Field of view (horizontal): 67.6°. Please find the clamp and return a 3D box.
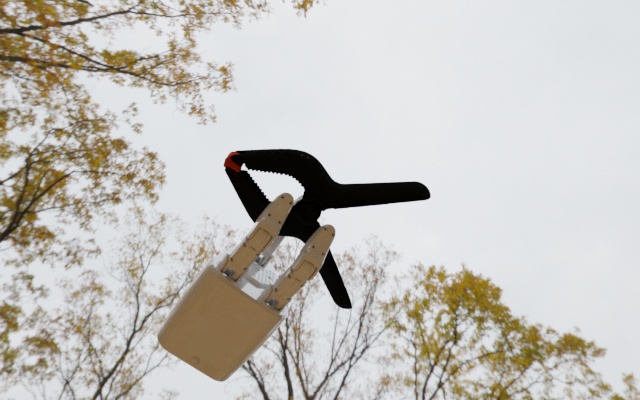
[{"bbox_3d":[-0.001,0.001,0.502,0.210,0.164,0.036,37,11,-13],"label":"clamp"}]
